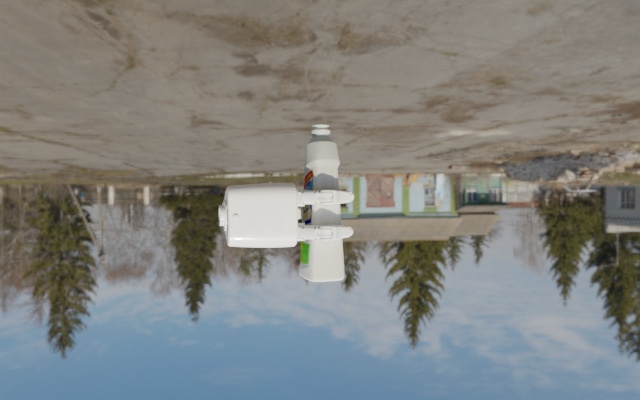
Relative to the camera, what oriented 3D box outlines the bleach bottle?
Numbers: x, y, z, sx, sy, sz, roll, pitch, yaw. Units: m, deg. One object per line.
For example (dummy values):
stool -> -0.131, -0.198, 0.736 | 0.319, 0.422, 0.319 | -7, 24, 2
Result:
bleach bottle -> 0.000, 0.003, 0.793 | 0.068, 0.251, 0.102 | -1, 1, -15
